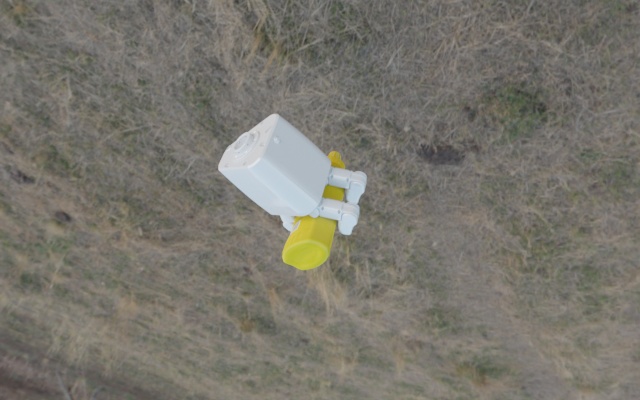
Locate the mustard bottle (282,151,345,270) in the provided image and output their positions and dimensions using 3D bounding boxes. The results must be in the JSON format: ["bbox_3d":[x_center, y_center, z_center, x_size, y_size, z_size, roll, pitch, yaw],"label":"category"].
[{"bbox_3d":[0.000,0.003,0.708,0.058,0.191,0.096,25,-35,-12],"label":"mustard bottle"}]
